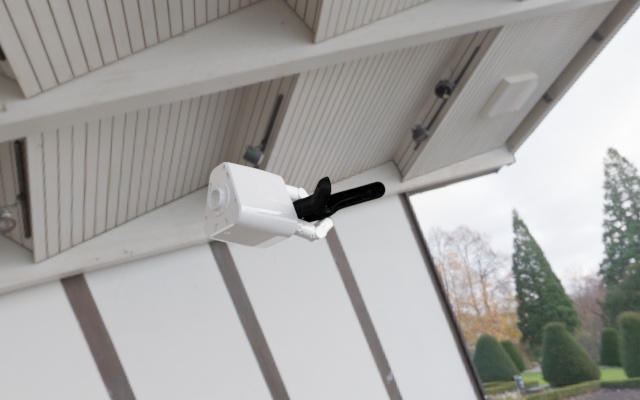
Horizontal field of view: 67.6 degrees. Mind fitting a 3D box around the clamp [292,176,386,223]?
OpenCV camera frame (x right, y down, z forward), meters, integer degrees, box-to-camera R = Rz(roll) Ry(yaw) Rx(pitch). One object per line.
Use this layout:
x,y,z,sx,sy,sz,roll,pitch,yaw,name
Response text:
0.000,0.002,0.725,0.171,0.039,0.120,-26,-28,38,clamp
